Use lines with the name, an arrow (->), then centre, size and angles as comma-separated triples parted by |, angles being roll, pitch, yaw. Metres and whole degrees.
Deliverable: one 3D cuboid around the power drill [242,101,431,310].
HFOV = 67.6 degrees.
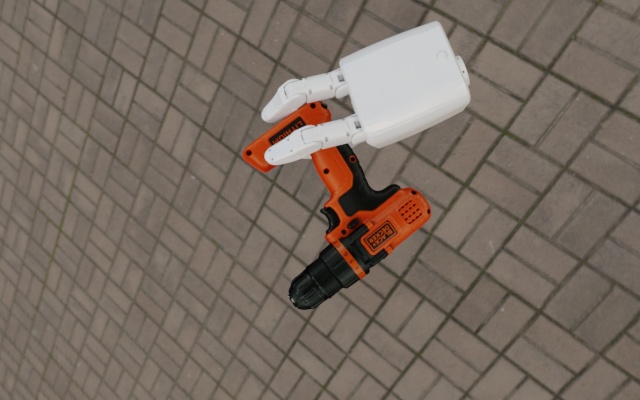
power drill -> 0.000, 0.001, 0.522 | 0.184, 0.187, 0.057 | -38, 2, -5
